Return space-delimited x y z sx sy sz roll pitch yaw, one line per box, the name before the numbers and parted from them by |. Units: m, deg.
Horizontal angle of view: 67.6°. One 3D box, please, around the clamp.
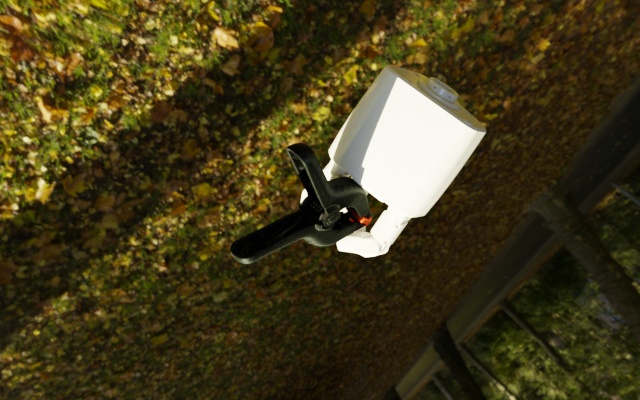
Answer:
clamp | 0.001 0.002 0.461 0.171 0.120 0.039 -6 45 -51
